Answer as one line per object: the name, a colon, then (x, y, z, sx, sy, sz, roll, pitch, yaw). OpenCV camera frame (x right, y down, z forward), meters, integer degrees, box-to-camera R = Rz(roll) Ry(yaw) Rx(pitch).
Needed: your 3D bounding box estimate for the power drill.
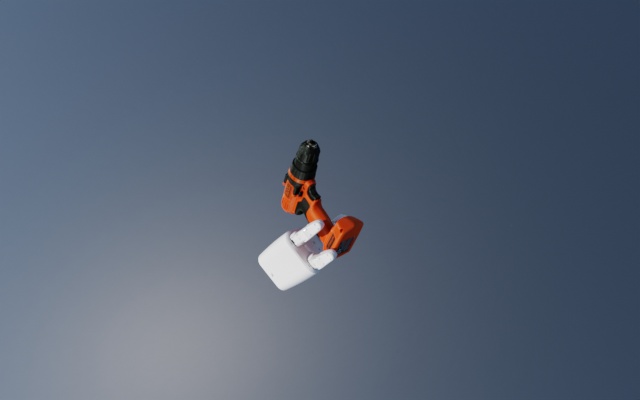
power drill: (0.000, 0.003, 0.892, 0.057, 0.187, 0.185, -20, -32, -30)
